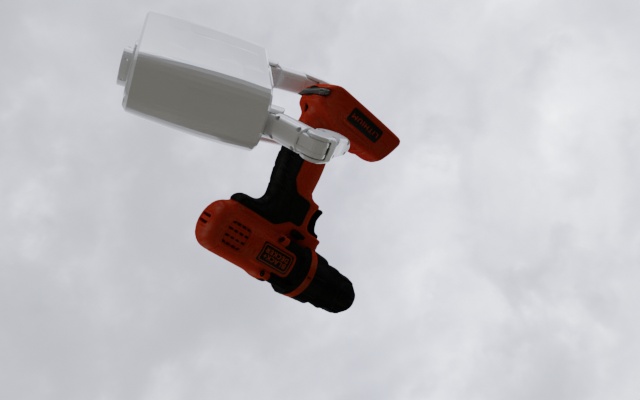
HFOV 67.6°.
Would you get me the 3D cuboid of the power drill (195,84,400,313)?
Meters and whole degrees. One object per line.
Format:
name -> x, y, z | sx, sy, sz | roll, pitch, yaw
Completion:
power drill -> 0.000, 0.001, 0.454 | 0.184, 0.187, 0.057 | 36, -12, -34
